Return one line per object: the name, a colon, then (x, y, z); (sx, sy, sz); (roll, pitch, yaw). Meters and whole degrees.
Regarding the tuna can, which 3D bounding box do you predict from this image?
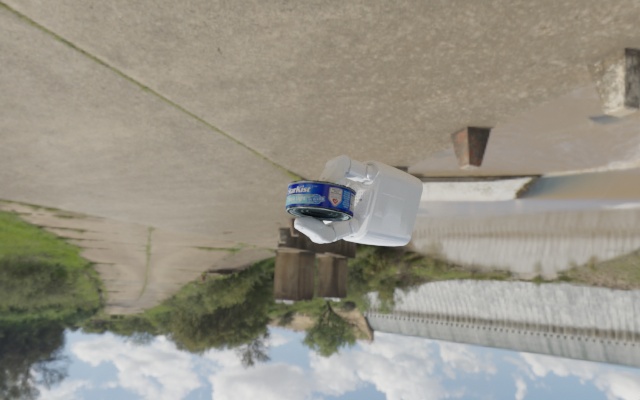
tuna can: (0.000, 0.002, 0.592); (0.086, 0.033, 0.086); (6, -12, 1)
